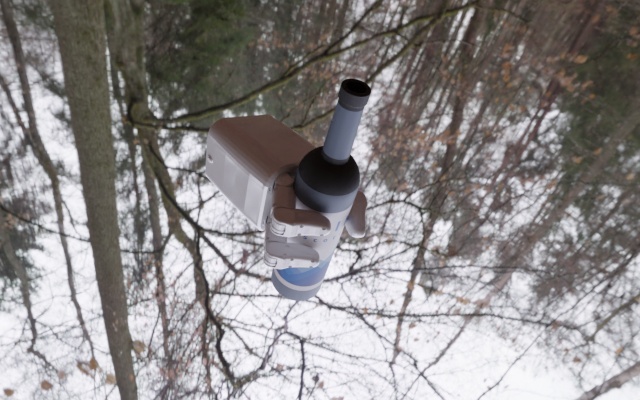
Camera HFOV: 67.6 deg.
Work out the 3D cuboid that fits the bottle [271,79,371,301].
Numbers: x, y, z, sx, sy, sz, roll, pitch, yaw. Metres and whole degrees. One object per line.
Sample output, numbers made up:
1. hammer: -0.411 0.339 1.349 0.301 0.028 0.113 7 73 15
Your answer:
1. bottle: 0.000 0.002 0.519 0.069 0.069 0.296 0 -43 -17
